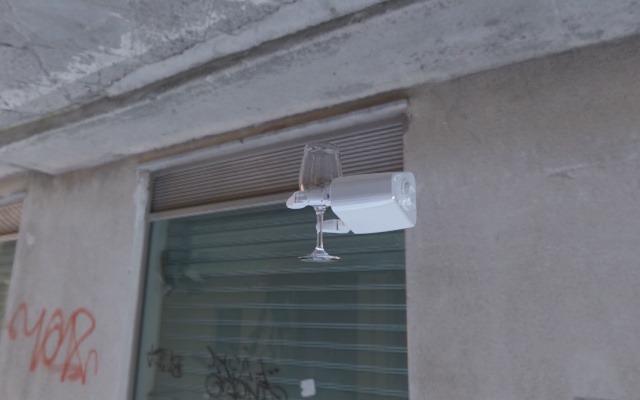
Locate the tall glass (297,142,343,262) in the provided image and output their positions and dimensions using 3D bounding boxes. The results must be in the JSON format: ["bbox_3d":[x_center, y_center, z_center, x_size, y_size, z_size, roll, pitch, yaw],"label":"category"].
[{"bbox_3d":[0.000,0.003,0.828,0.079,0.201,0.079,1,-13,0],"label":"tall glass"}]
